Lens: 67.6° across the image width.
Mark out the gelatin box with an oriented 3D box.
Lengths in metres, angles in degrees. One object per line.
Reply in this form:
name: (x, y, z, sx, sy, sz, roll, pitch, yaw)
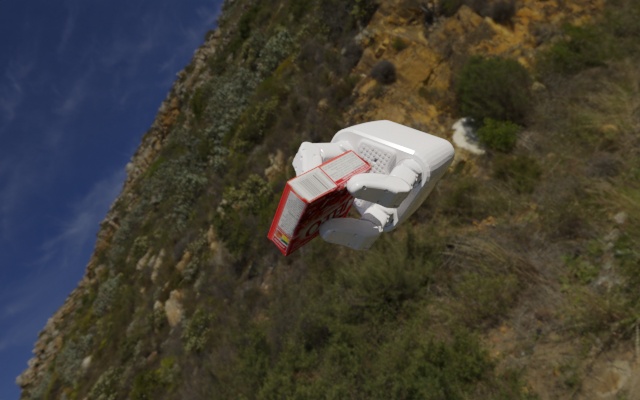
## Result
gelatin box: (0.000, 0.001, 0.430, 0.030, 0.073, 0.089, 43, 46, 19)
